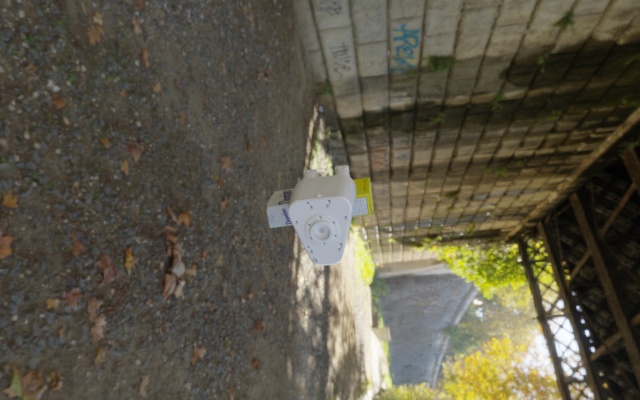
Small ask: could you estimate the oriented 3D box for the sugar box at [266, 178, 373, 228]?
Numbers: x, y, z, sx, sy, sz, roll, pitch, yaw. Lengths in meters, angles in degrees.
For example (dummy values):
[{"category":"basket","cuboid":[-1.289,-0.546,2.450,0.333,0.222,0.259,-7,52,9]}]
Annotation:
[{"category":"sugar box","cuboid":[0.000,0.002,0.825,0.176,0.048,0.093,-6,18,7]}]
